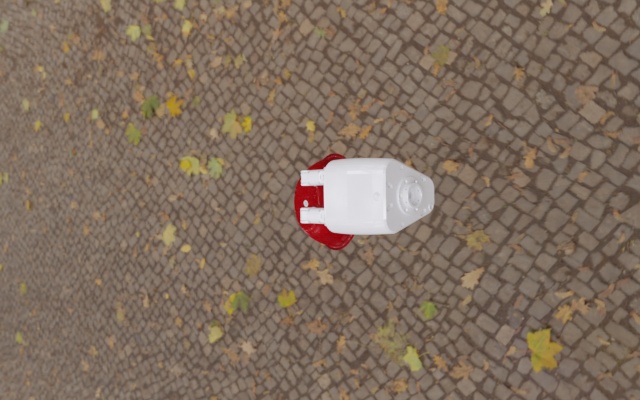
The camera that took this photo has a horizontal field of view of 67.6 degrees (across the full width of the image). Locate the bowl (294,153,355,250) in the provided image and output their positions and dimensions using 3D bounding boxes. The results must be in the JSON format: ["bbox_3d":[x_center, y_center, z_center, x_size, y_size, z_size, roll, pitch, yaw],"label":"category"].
[{"bbox_3d":[-0.001,0.003,0.784,0.055,0.162,0.162,-1,0,-28],"label":"bowl"}]
